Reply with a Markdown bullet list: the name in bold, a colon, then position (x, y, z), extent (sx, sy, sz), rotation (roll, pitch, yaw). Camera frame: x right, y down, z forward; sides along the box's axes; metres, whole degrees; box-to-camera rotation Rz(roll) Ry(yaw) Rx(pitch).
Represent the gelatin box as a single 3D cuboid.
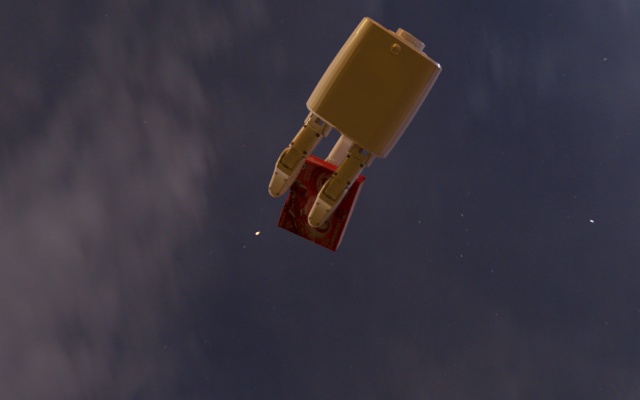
- **gelatin box**: position (0.000, 0.002, 0.531), extent (0.073, 0.089, 0.030), rotation (23, 22, 10)
